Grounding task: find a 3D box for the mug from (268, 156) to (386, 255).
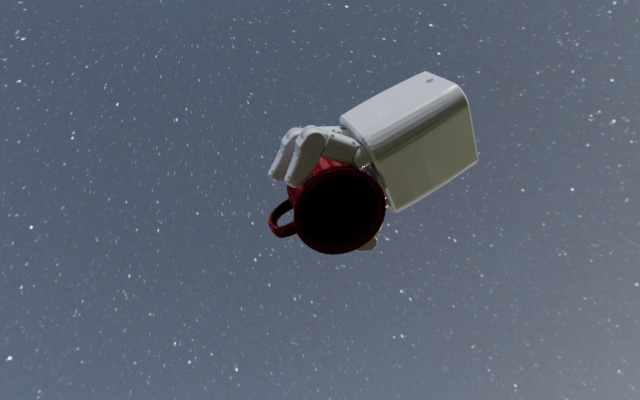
[{"bbox_3d":[-0.001,0.002,0.496,0.117,0.093,0.081,-29,29,0],"label":"mug"}]
